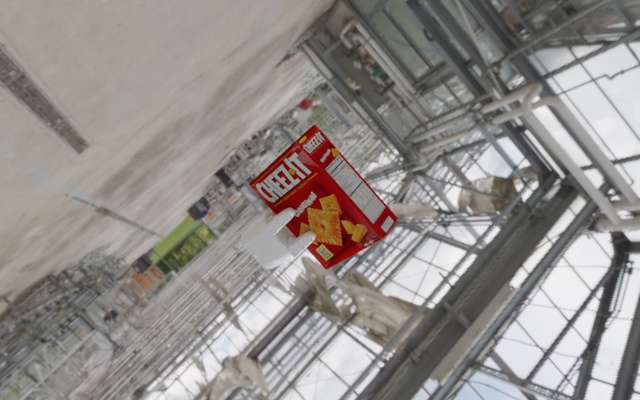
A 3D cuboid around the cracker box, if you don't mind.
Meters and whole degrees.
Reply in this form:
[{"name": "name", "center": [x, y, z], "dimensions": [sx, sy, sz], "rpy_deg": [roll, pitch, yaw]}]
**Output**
[{"name": "cracker box", "center": [0.000, 0.003, 0.826], "dimensions": [0.164, 0.214, 0.072], "rpy_deg": [-35, 10, 45]}]
